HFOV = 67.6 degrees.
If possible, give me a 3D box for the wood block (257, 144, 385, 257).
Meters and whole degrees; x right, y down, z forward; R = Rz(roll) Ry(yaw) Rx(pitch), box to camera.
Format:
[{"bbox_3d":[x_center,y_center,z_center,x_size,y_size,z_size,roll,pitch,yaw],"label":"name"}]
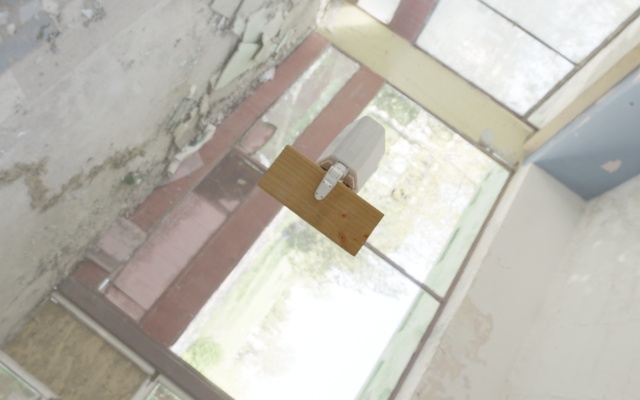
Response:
[{"bbox_3d":[0.000,0.002,0.846,0.206,0.090,0.091,36,-5,3],"label":"wood block"}]
